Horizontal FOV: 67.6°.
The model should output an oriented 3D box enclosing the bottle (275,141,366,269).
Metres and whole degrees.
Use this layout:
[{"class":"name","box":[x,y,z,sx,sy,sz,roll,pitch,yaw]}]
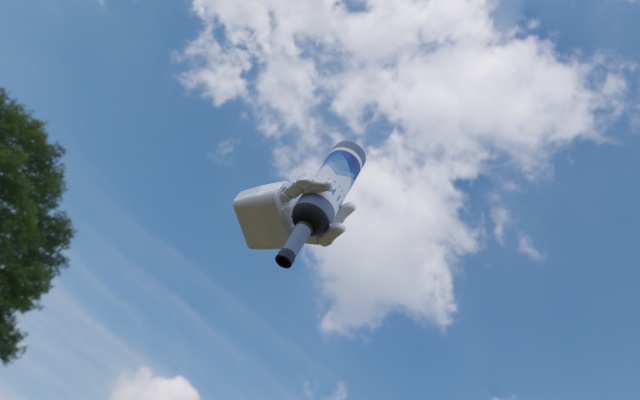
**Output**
[{"class":"bottle","box":[0.000,0.002,0.809,0.069,0.069,0.295,0,37,28]}]
